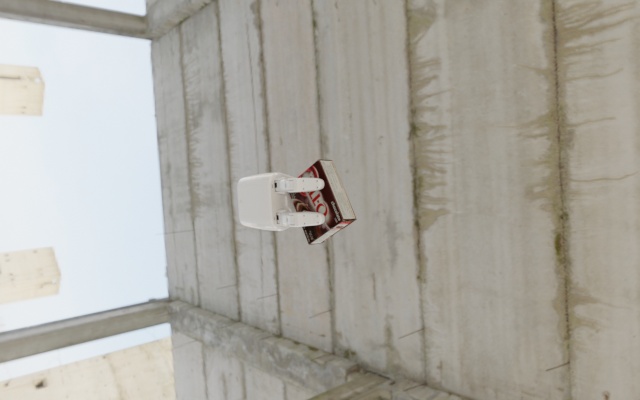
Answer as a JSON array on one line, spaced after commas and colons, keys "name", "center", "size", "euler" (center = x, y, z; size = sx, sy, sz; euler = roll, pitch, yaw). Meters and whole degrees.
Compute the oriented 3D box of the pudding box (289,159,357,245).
[{"name": "pudding box", "center": [0.000, 0.003, 0.777], "size": [0.039, 0.113, 0.090], "euler": [-6, -24, -45]}]
